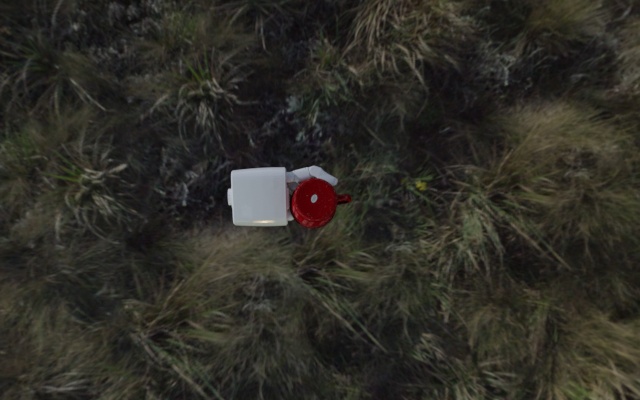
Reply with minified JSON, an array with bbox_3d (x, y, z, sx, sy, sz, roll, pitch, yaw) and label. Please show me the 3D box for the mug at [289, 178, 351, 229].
[{"bbox_3d":[0.002,0.003,0.897,0.117,0.093,0.081,-4,-7,-5],"label":"mug"}]
